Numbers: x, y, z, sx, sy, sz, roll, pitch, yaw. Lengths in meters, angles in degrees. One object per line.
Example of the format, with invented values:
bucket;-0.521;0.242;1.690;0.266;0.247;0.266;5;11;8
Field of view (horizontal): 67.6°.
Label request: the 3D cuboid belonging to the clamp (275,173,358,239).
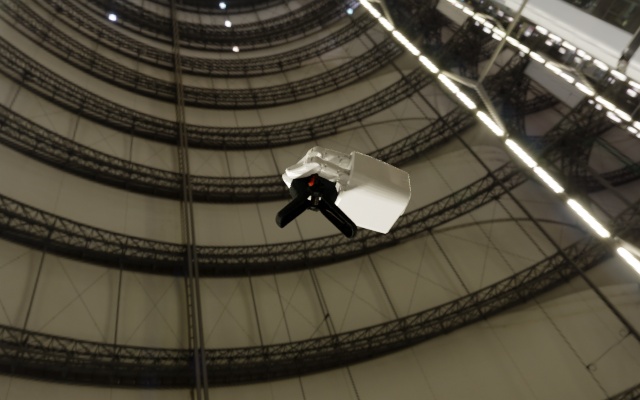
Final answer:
clamp;0.000;0.003;0.748;0.120;0.039;0.171;19;32;-6
